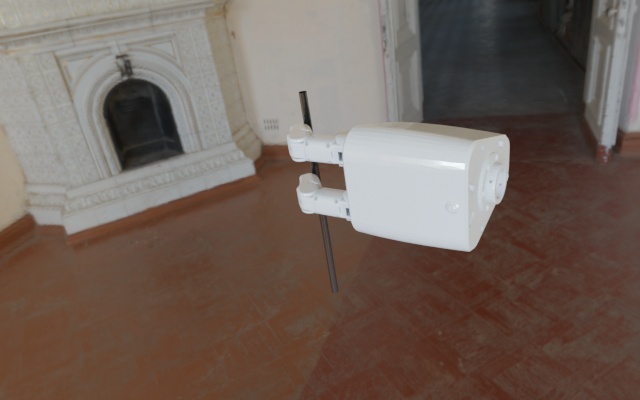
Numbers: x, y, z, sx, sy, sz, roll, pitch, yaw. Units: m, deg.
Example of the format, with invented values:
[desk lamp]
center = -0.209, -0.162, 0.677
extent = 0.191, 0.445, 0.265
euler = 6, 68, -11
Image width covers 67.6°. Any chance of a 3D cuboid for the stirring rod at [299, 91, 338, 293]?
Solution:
[stirring rod]
center = 0.000, 0.002, 0.513
extent = 0.011, 0.240, 0.011
euler = -7, 27, 4
